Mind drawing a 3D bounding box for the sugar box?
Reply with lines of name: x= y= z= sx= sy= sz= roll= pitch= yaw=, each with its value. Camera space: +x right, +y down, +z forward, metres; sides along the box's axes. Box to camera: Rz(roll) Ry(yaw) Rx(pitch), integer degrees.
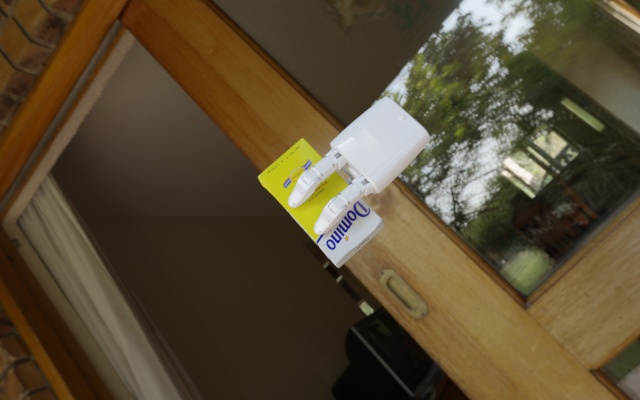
sugar box: x=0.000 y=0.002 z=0.698 sx=0.093 sy=0.176 sz=0.048 roll=-42 pitch=-18 yaw=-5
